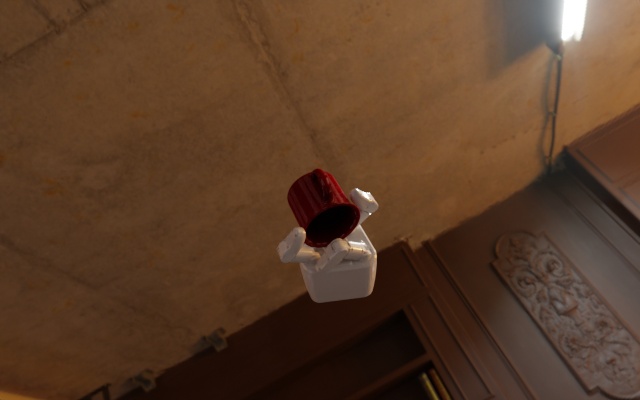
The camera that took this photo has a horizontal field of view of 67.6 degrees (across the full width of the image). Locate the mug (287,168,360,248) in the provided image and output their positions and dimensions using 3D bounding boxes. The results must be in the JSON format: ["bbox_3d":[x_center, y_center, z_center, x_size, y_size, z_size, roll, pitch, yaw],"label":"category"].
[{"bbox_3d":[0.000,0.001,0.704,0.093,0.081,0.117,-19,-39,-14],"label":"mug"}]
